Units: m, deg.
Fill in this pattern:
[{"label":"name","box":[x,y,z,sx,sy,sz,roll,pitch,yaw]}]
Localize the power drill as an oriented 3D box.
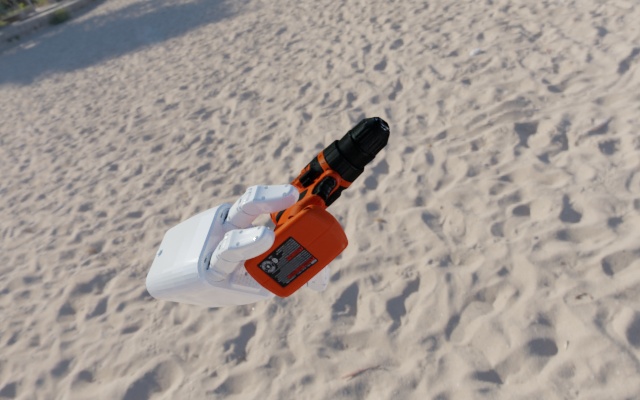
[{"label":"power drill","box":[0.000,0.002,0.503,0.184,0.057,0.187,-44,11,26]}]
